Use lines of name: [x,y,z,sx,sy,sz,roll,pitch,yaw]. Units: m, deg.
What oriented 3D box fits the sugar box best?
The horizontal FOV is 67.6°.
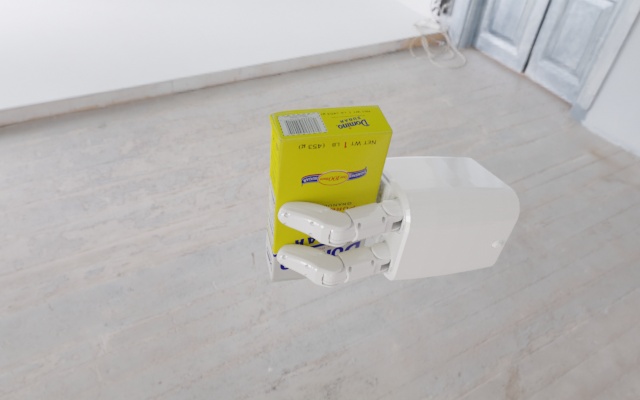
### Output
sugar box: [0.000,0.002,0.430,0.093,0.176,0.048,-6,43,-13]
